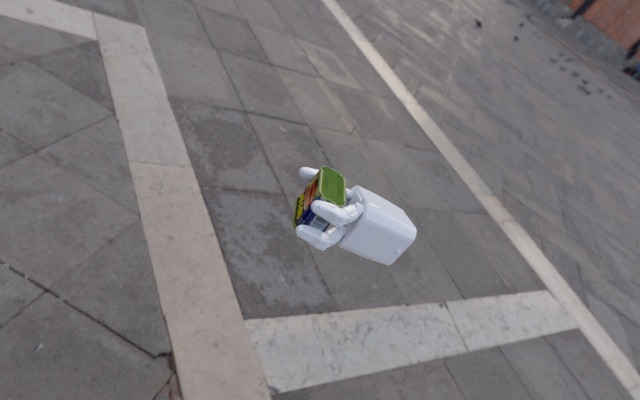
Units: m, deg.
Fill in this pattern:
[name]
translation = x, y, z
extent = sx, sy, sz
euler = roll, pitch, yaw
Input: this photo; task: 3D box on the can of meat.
[can of meat]
translation = 0.000, 0.002, 0.801
extent = 0.057, 0.084, 0.102
euler = 27, 34, -16
